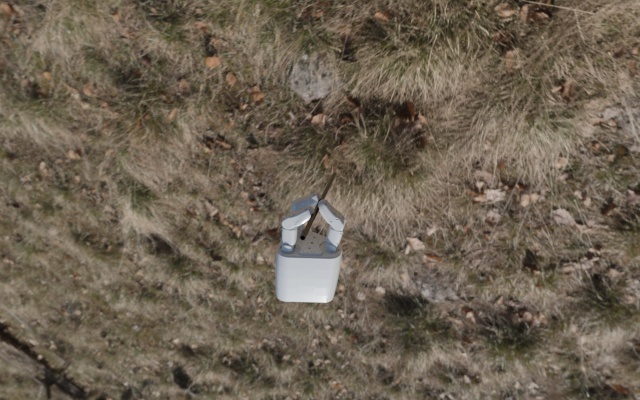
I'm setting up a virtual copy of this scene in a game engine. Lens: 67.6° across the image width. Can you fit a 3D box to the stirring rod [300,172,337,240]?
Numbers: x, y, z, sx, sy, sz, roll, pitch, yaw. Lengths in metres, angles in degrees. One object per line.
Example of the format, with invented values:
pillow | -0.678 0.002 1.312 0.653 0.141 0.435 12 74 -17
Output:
stirring rod | 0.000 0.003 0.824 0.011 0.011 0.239 0 27 15
